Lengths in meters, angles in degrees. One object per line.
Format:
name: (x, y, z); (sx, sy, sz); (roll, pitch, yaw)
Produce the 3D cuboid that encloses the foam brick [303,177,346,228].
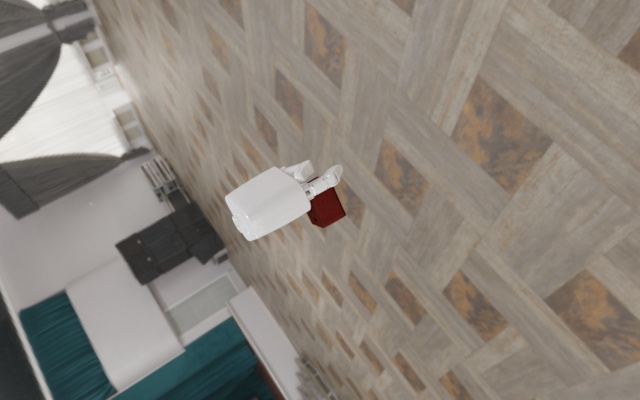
foam brick: (0.000, 0.003, 0.860); (0.051, 0.078, 0.053); (-32, 19, -20)
